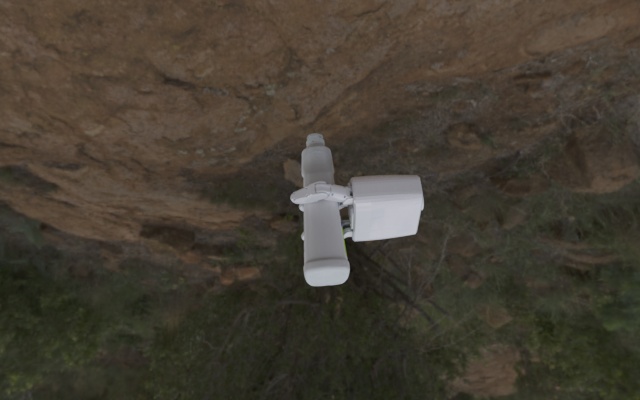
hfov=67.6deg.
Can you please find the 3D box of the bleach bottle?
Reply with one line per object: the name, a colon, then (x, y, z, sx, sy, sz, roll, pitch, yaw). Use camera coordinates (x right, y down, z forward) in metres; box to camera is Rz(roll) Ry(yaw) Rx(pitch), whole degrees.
bleach bottle: (0.000, 0.003, 0.762, 0.068, 0.250, 0.103, -4, -24, -1)
